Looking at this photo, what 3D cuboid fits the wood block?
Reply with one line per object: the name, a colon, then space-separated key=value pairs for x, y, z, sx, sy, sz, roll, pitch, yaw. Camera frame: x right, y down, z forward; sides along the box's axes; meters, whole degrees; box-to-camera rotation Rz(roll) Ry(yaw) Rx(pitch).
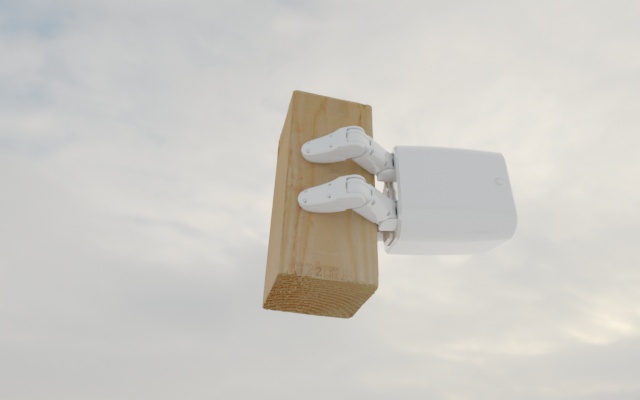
wood block: x=0.000 y=0.002 z=0.481 sx=0.090 sy=0.206 sz=0.091 roll=9 pitch=-34 yaw=-10
